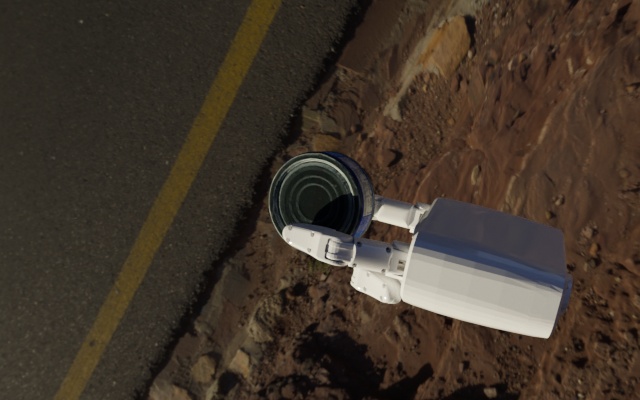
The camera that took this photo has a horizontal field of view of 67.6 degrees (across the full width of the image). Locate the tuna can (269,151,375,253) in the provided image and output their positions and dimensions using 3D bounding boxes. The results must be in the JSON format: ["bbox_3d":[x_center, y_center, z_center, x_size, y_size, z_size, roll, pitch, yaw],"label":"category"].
[{"bbox_3d":[0.000,0.001,0.400,0.086,0.086,0.034,0,5,24],"label":"tuna can"}]
